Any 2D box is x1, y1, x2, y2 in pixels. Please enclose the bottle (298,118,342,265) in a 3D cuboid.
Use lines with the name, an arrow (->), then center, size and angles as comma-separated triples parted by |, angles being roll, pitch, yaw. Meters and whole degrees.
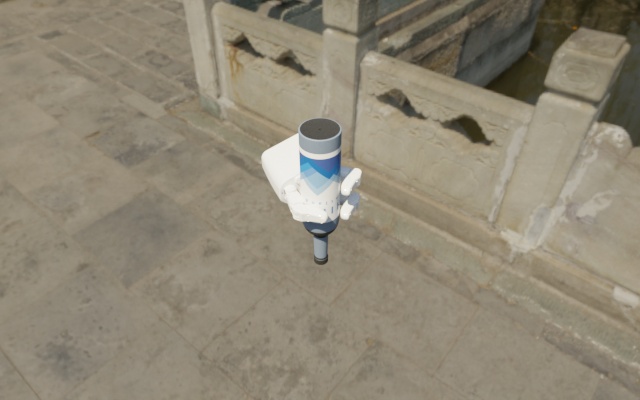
bottle -> 0.000, 0.003, 0.821 | 0.069, 0.296, 0.069 | 0, 41, 0
